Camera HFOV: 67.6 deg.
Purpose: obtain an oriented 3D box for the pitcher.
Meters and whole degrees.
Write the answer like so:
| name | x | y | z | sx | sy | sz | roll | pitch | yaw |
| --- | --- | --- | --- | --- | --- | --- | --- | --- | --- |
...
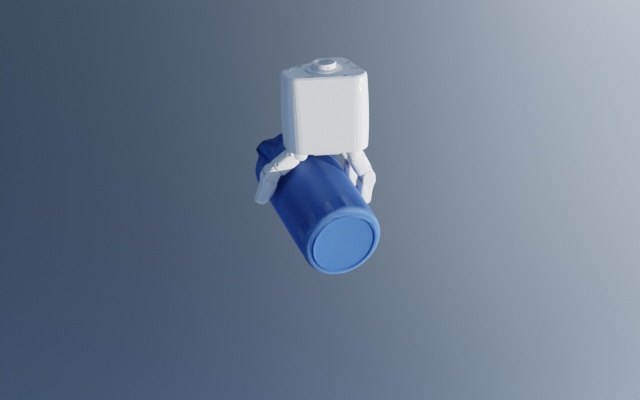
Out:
| name | x | y | z | sx | sy | sz | roll | pitch | yaw |
| --- | --- | --- | --- | --- | --- | --- | --- | --- | --- |
| pitcher | 0.000 | 0.002 | 0.721 | 0.149 | 0.145 | 0.242 | -10 | 33 | -16 |
